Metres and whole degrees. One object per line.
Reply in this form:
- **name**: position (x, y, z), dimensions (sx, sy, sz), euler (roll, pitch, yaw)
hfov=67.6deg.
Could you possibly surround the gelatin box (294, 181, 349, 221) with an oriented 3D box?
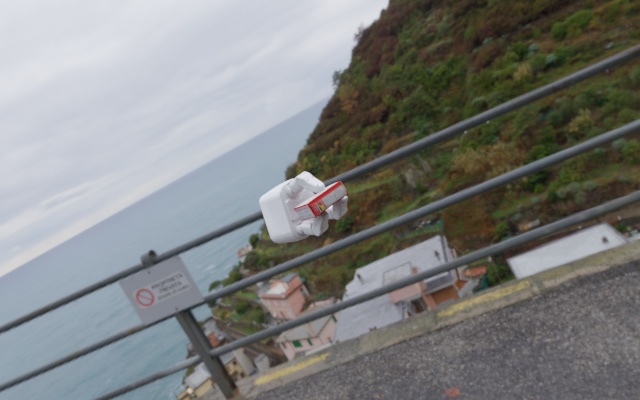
- **gelatin box**: position (0.000, 0.002, 0.837), dimensions (0.073, 0.030, 0.089), euler (-35, 4, -19)
